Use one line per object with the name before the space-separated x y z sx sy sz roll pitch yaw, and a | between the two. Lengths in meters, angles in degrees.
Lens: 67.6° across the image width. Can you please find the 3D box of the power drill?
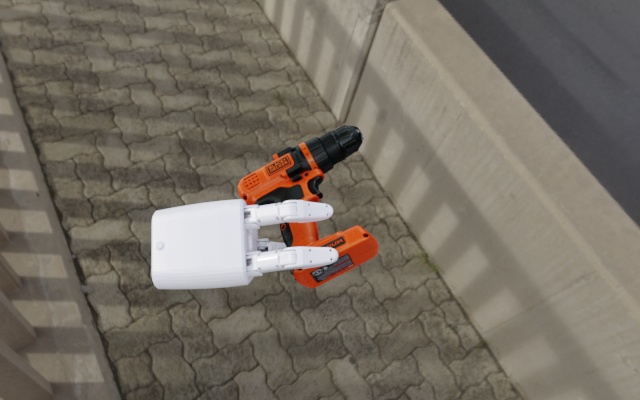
power drill | 0.000 0.002 0.609 0.184 0.187 0.057 -29 -36 3
